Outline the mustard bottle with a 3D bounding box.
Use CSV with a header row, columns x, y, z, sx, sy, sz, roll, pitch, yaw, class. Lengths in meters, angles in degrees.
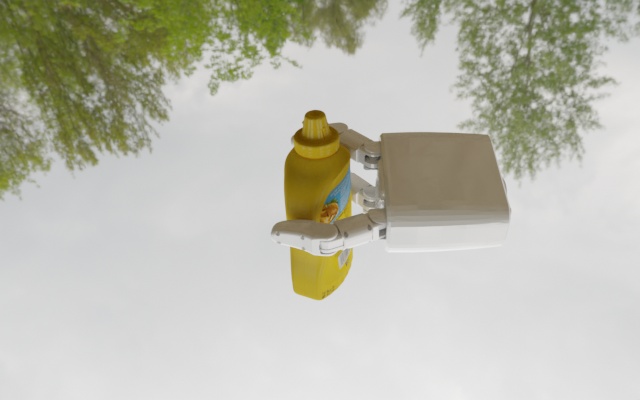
x,y,z,sx,sy,sz,roll,pitch,yaw,class
0.000,0.002,0.467,0.058,0.192,0.096,14,41,20,mustard bottle
